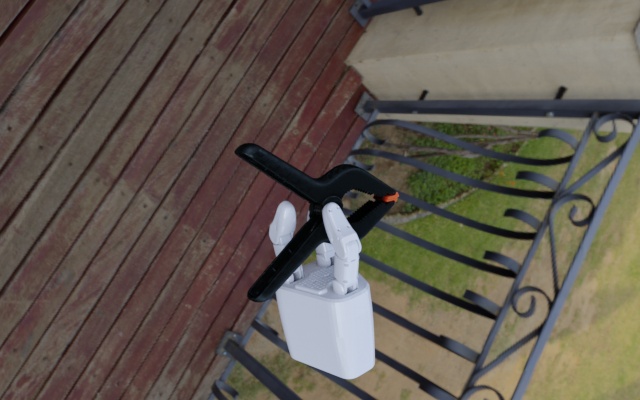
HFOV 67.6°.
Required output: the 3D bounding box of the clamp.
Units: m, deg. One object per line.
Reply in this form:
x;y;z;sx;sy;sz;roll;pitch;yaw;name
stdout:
0.001;0.002;0.526;0.210;0.165;0.036;-19;20;-32;clamp
